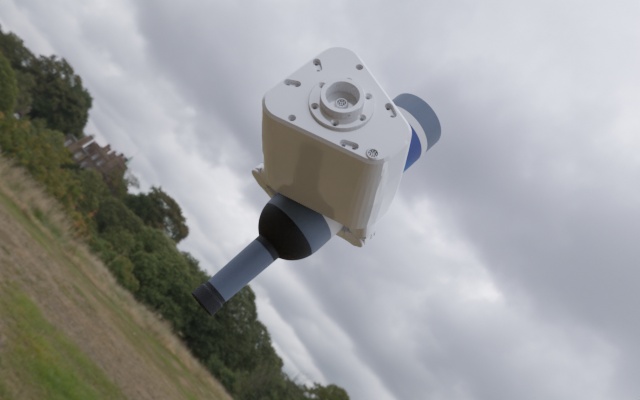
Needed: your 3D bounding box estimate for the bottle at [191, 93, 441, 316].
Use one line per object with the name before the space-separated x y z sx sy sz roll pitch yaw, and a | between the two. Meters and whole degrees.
bottle | 0.000 0.001 0.468 0.295 0.069 0.069 -41 17 -20
